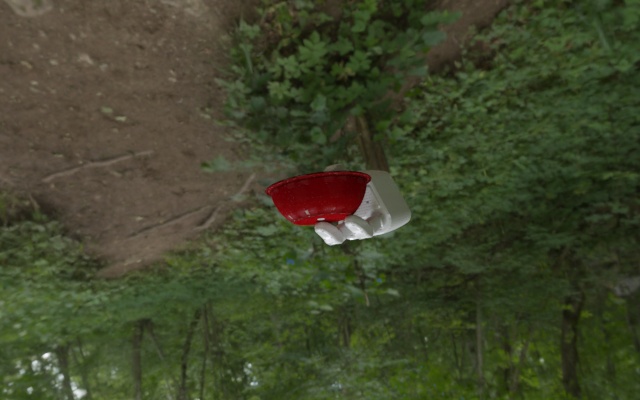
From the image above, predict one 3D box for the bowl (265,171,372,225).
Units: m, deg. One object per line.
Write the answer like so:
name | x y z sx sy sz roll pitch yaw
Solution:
bowl | -0.001 0.003 0.719 0.162 0.055 0.162 -7 -11 -1
